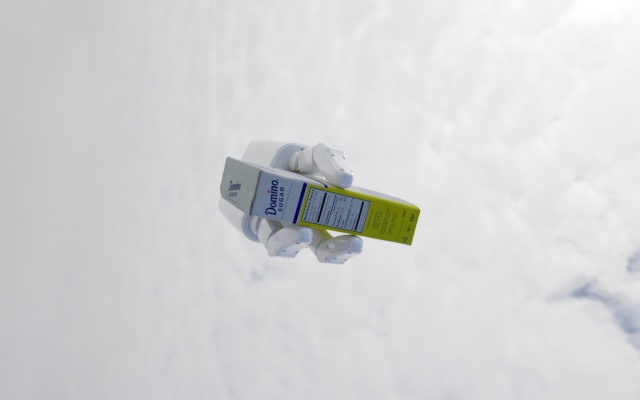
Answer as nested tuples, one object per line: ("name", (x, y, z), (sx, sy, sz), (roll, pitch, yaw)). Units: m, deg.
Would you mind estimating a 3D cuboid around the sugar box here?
("sugar box", (0.000, 0.002, 0.461), (0.176, 0.048, 0.093), (10, 7, -29))
